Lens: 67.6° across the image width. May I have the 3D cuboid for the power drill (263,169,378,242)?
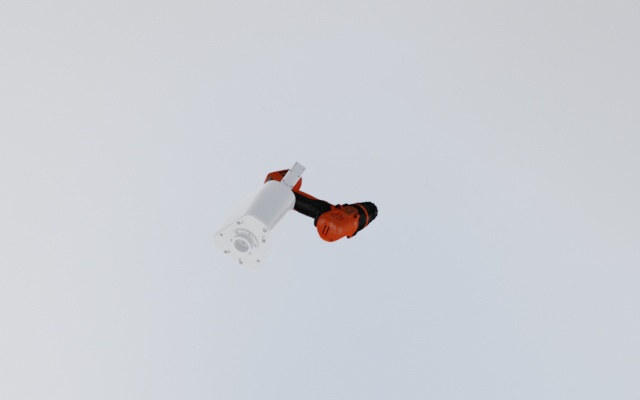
[{"bbox_3d":[0.000,0.003,0.875,0.187,0.057,0.184,27,20,23],"label":"power drill"}]
